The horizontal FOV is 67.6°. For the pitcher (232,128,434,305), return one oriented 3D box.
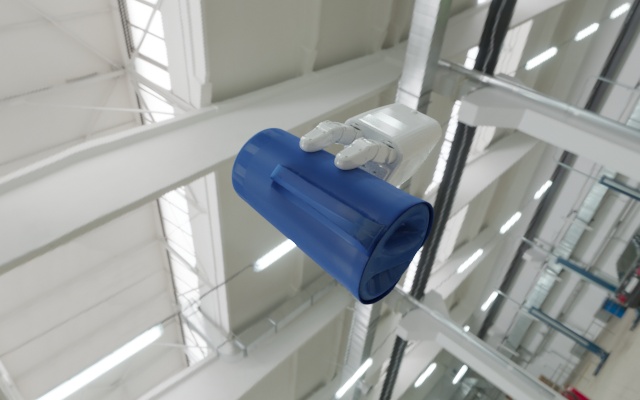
[{"bbox_3d":[0.000,0.002,0.575,0.242,0.149,0.145,33,45,30],"label":"pitcher"}]
